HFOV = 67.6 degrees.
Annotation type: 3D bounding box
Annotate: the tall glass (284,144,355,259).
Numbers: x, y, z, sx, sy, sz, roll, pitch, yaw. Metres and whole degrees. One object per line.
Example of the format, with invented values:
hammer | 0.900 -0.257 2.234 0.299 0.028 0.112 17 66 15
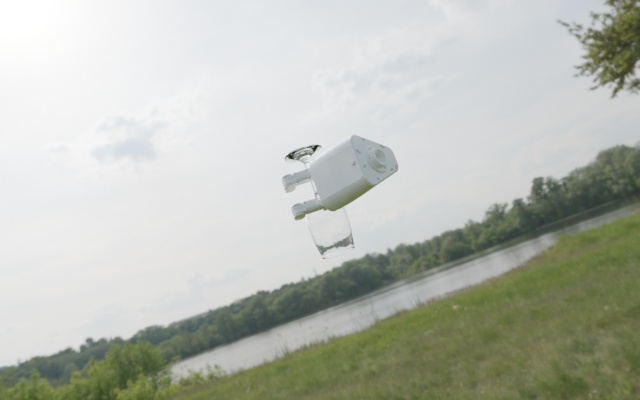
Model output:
tall glass | 0.000 0.002 0.874 0.079 0.201 0.079 -19 -12 -4
